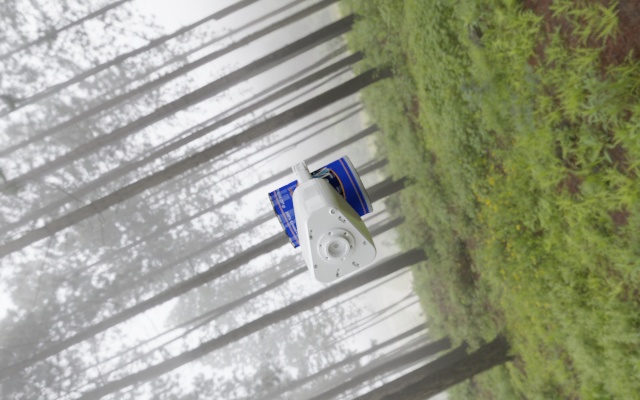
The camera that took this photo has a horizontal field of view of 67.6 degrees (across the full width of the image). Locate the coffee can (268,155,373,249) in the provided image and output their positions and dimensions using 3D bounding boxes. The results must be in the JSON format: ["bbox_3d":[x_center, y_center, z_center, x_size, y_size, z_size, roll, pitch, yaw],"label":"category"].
[{"bbox_3d":[0.000,0.002,0.772,0.140,0.103,0.103,-26,0,0],"label":"coffee can"}]
